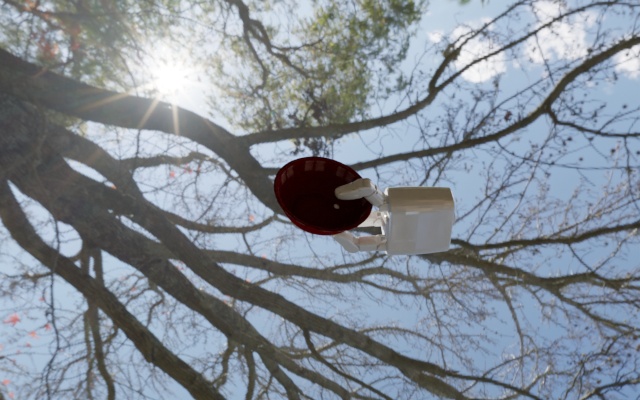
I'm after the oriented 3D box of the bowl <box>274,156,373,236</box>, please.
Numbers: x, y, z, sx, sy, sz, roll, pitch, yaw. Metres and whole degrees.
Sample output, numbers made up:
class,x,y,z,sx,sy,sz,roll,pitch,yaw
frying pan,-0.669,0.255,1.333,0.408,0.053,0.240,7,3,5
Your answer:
class,x,y,z,sx,sy,sz,roll,pitch,yaw
bowl,-0.001,0.002,0.774,0.162,0.162,0.055,0,-41,-18
